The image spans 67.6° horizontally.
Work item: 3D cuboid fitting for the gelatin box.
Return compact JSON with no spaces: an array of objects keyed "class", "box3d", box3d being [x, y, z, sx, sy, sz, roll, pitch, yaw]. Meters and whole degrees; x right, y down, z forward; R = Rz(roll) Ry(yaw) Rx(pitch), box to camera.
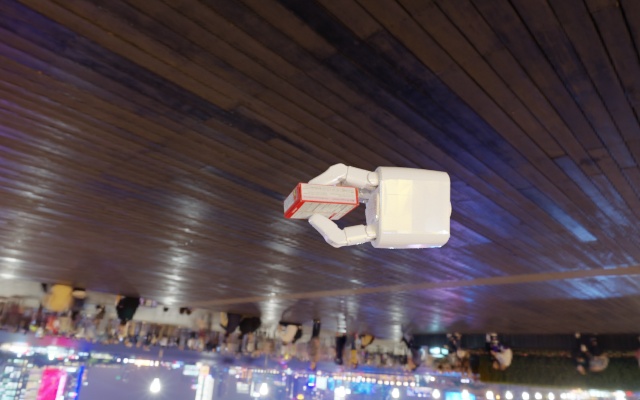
[{"class":"gelatin box","box3d":[0.000,0.003,0.680,0.089,0.030,0.073,3,-20,-21]}]
